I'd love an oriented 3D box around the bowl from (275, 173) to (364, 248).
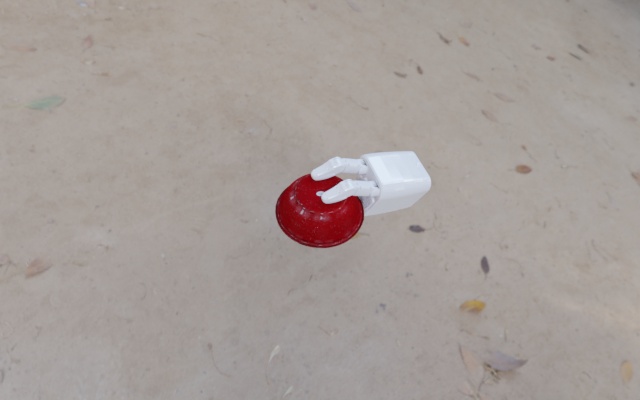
[{"bbox_3d":[-0.001,0.003,0.843,0.162,0.162,0.055,0,-38,-4],"label":"bowl"}]
